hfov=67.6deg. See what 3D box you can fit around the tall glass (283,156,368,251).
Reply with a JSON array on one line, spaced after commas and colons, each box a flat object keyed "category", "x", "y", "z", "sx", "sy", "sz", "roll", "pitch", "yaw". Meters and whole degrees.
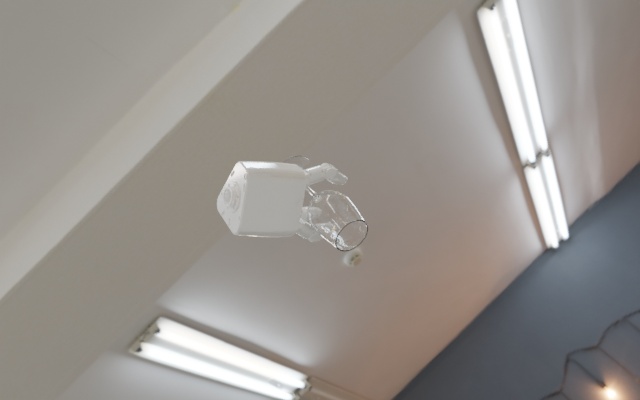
[{"category": "tall glass", "x": 0.000, "y": 0.002, "z": 0.818, "sx": 0.079, "sy": 0.079, "sz": 0.201, "roll": 0, "pitch": 32, "yaw": -37}]
